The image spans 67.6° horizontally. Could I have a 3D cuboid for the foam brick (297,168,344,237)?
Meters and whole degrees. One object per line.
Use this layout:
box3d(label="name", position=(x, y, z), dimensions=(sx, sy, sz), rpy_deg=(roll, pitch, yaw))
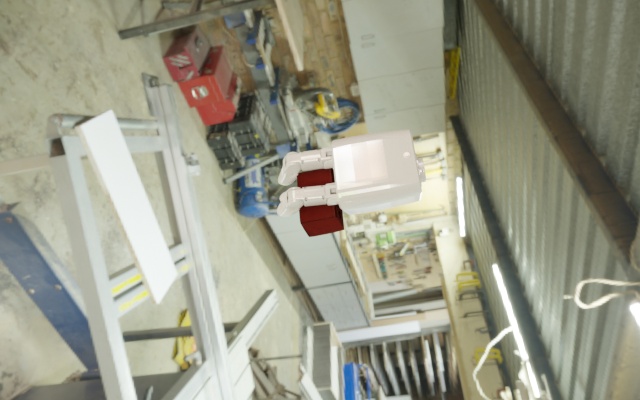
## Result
box3d(label="foam brick", position=(0.000, 0.002, 0.653), dimensions=(0.051, 0.078, 0.053), rpy_deg=(-9, -25, 9))
